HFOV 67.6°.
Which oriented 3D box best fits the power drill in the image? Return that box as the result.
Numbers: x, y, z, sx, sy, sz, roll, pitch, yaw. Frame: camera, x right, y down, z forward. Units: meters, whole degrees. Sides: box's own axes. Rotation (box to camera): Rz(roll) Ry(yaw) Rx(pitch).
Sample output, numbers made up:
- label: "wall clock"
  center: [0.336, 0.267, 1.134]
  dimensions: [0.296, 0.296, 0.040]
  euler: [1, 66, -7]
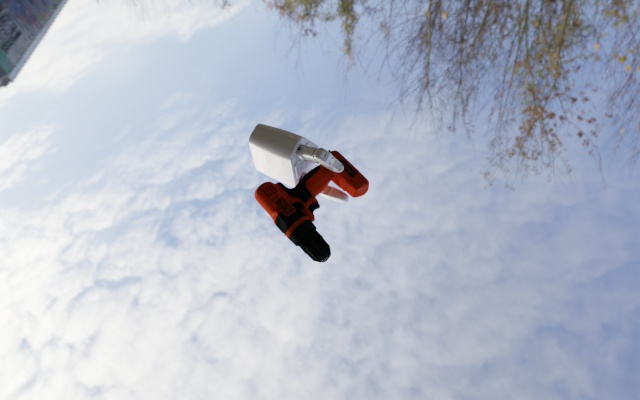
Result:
- label: "power drill"
  center: [0.000, 0.002, 0.880]
  dimensions: [0.187, 0.184, 0.057]
  euler: [-36, -17, -27]
